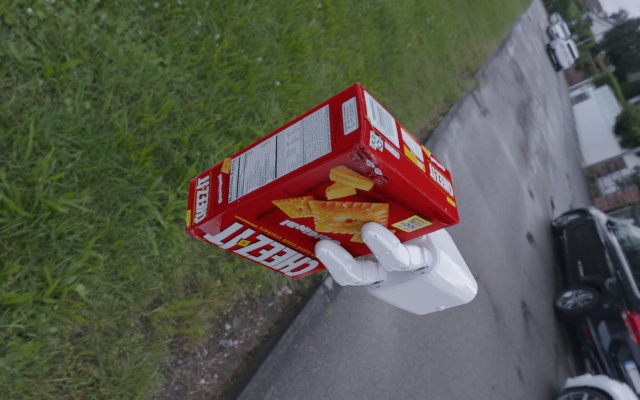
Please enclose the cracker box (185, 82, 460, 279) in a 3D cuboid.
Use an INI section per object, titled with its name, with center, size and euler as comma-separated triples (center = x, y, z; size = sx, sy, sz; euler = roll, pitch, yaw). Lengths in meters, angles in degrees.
[cracker box]
center = 0.000, 0.001, 0.469
size = 0.214, 0.072, 0.164
euler = -25, -39, 31
